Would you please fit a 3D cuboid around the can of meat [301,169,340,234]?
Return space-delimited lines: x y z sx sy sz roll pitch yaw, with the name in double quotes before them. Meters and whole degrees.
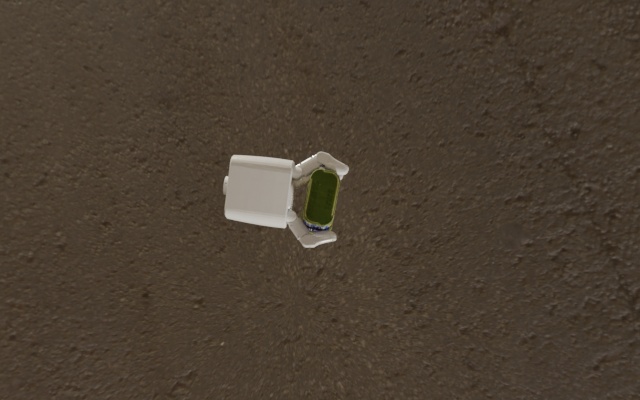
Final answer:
"can of meat" 0.000 0.003 0.825 0.057 0.102 0.084 10 -12 0
